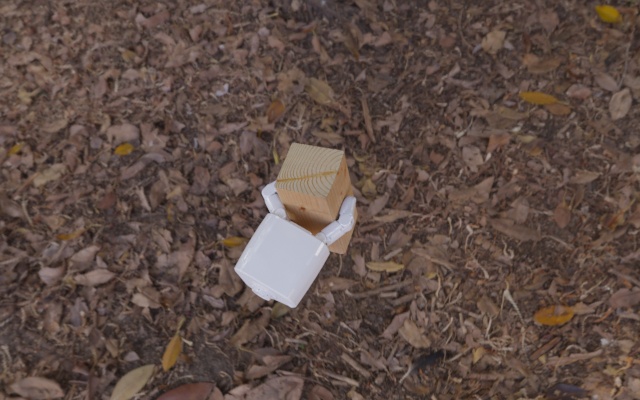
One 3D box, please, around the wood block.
[{"bbox_3d":[0.000,0.003,0.824,0.091,0.090,0.206,12,-27,17],"label":"wood block"}]
